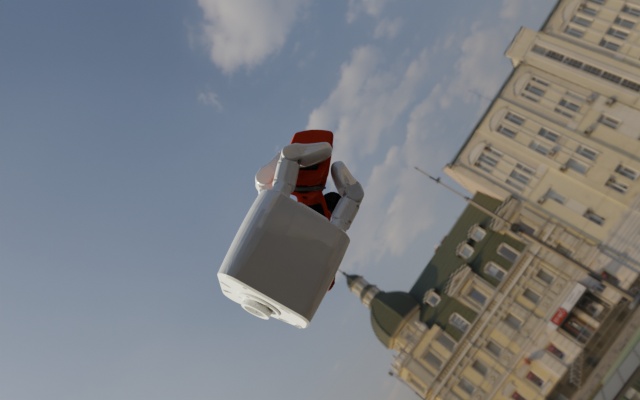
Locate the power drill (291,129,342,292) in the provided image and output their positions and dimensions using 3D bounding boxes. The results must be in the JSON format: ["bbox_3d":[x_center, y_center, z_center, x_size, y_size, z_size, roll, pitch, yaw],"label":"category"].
[{"bbox_3d":[0.000,0.002,0.643,0.057,0.188,0.184,-3,41,11],"label":"power drill"}]
